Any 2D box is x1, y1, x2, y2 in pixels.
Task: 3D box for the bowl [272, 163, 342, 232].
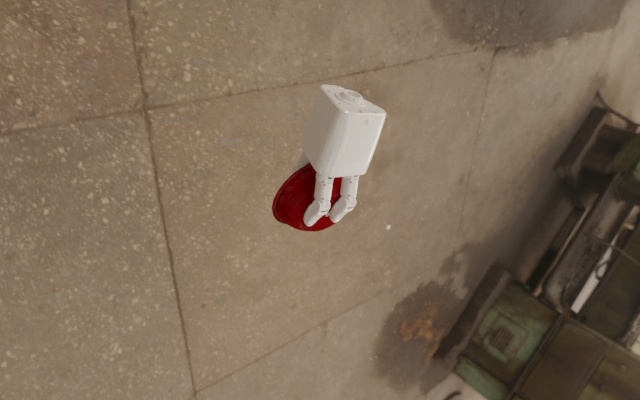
[{"bbox_3d":[0.000,0.004,0.820,0.162,0.055,0.162,-26,-32,-17],"label":"bowl"}]
